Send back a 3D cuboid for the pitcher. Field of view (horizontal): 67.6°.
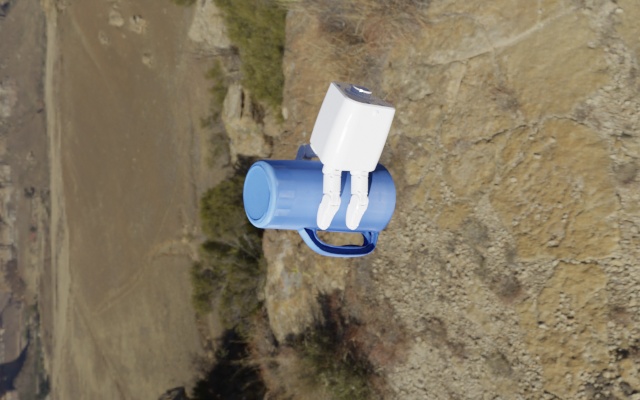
[{"bbox_3d":[0.000,0.002,0.809,0.243,0.145,0.149,2,32,-35],"label":"pitcher"}]
